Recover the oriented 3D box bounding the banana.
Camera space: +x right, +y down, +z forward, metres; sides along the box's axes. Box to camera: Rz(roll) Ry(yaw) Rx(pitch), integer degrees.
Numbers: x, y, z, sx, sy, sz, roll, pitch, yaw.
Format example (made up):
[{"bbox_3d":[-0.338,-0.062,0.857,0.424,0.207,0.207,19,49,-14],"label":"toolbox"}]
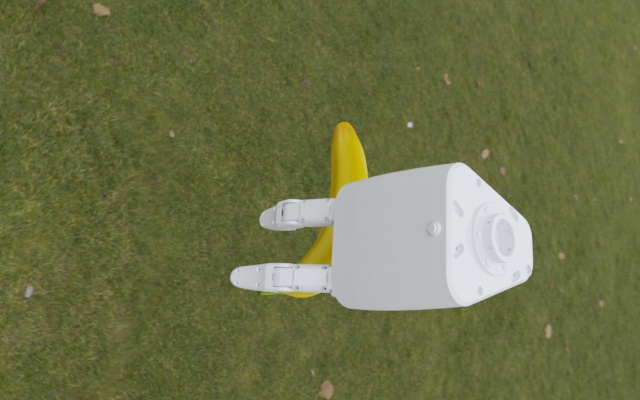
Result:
[{"bbox_3d":[0.012,0.015,0.459,0.070,0.197,0.037,39,-30,-26],"label":"banana"}]
